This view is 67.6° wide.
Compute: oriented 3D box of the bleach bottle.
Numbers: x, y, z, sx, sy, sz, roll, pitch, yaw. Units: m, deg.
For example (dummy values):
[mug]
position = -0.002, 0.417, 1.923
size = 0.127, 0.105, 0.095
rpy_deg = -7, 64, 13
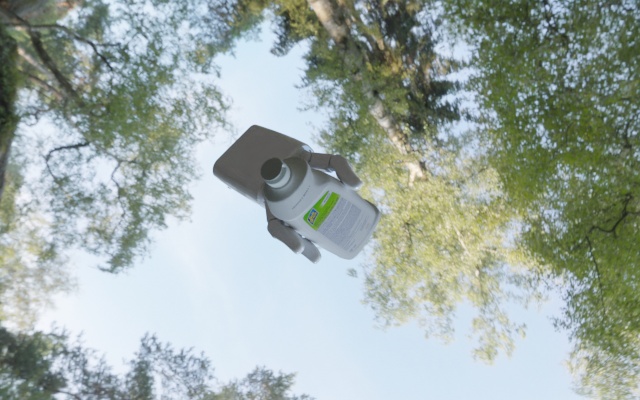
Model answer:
[bleach bottle]
position = 0.000, 0.002, 0.644
size = 0.068, 0.102, 0.251
rpy_deg = 27, -8, 32
